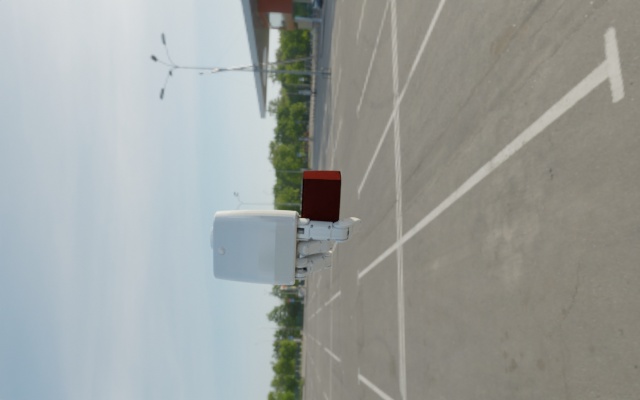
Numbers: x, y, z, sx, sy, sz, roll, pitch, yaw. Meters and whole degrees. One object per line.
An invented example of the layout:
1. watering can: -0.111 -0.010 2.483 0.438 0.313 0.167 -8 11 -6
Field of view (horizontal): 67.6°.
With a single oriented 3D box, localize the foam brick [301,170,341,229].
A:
1. foam brick: 0.000 0.002 0.639 0.051 0.078 0.053 3 15 0
